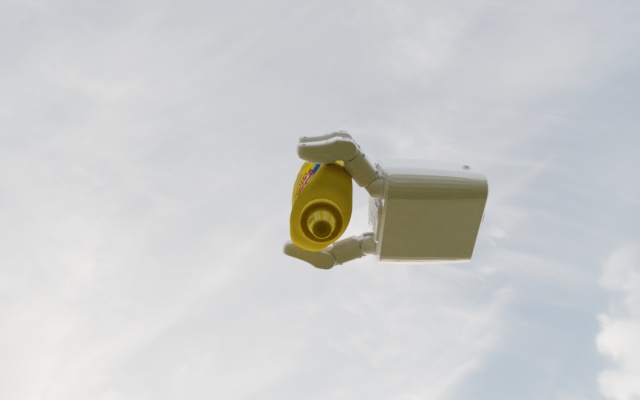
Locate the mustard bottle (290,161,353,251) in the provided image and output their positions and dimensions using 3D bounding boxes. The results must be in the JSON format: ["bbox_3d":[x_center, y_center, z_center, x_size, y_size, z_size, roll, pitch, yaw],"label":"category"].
[{"bbox_3d":[0.000,0.002,0.511,0.058,0.096,0.191,25,13,-8],"label":"mustard bottle"}]
